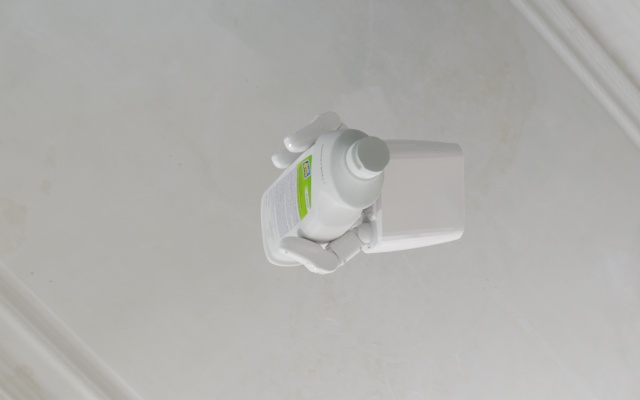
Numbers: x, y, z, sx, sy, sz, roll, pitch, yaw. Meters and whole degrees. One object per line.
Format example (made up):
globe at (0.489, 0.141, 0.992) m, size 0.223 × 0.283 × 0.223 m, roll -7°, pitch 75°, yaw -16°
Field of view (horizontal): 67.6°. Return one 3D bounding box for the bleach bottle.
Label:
bleach bottle at (0.000, 0.001, 0.474) m, size 0.068 × 0.102 × 0.251 m, roll -4°, pitch -12°, yaw -21°
